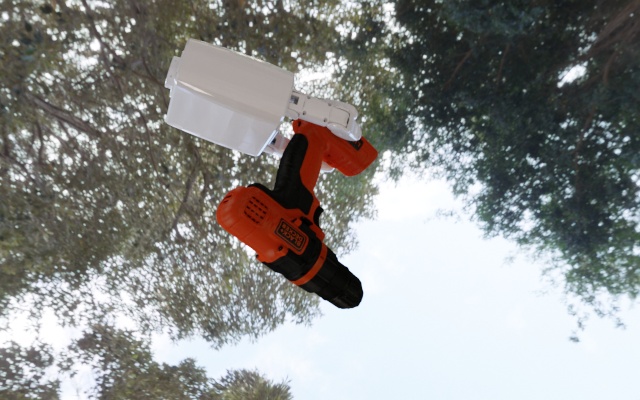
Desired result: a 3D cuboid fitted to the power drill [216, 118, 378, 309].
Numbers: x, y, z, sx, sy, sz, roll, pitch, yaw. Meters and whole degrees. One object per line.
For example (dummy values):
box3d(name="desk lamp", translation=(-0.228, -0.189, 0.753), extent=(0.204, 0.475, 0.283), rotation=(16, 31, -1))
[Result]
box3d(name="power drill", translation=(0.000, 0.001, 0.515), extent=(0.184, 0.187, 0.057), rotation=(41, -37, -24))
